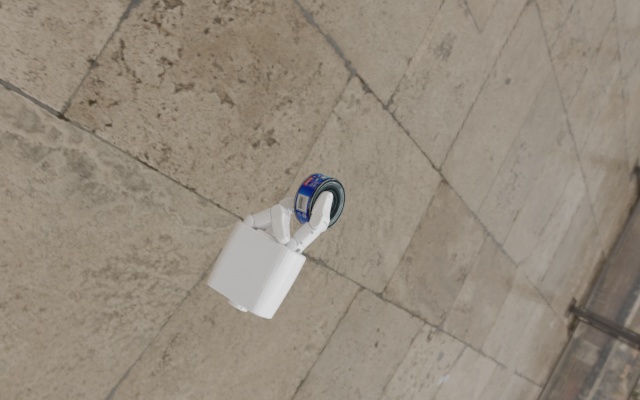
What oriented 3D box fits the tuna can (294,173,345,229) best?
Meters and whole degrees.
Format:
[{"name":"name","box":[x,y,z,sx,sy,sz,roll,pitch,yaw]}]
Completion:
[{"name":"tuna can","box":[0.001,0.003,0.743,0.033,0.086,0.086,20,13,39]}]
